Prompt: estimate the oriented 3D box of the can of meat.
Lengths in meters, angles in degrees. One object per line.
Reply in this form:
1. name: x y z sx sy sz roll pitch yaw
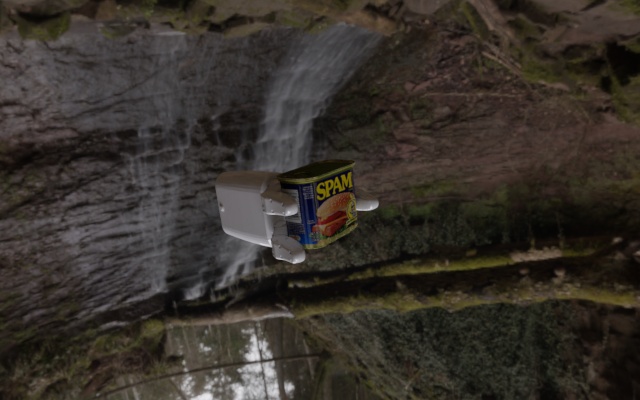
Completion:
1. can of meat: 0.000 0.002 0.573 0.057 0.084 0.102 6 19 38
